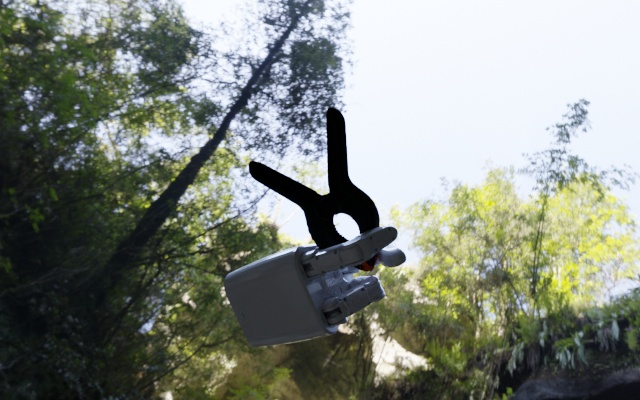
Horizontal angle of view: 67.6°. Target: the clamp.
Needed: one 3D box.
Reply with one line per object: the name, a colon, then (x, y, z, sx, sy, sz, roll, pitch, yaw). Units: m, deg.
clamp: (0.000, 0.002, 0.507, 0.120, 0.171, 0.039, -21, 6, 28)
